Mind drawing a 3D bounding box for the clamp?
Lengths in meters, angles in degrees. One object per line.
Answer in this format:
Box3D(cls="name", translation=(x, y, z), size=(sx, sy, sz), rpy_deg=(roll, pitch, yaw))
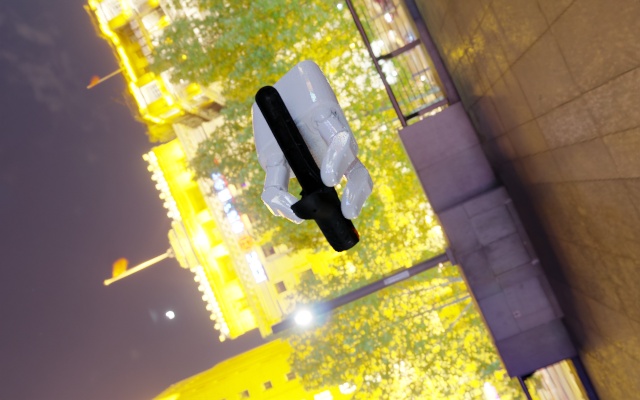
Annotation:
Box3D(cls="clamp", translation=(-0.001, 0.002, 0.491), size=(0.036, 0.164, 0.210), rpy_deg=(-25, -46, 7))
